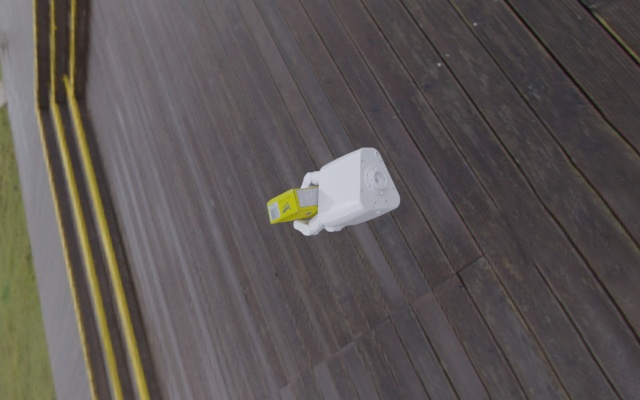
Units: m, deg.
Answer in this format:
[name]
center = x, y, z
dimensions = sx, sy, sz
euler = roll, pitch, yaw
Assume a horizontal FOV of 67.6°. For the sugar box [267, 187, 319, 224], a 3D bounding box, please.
[sugar box]
center = 0.000, 0.003, 0.875
dimensions = 0.176, 0.048, 0.093
euler = -5, -12, -38
